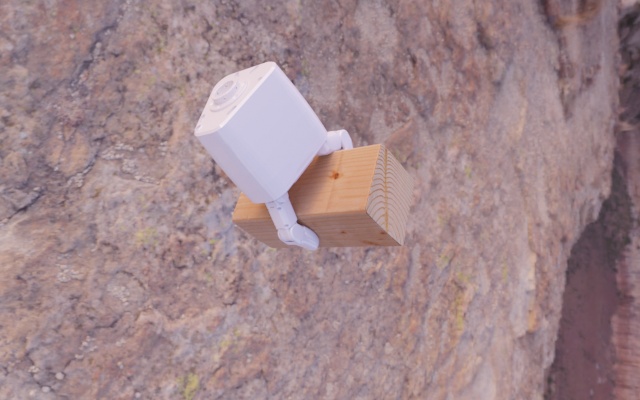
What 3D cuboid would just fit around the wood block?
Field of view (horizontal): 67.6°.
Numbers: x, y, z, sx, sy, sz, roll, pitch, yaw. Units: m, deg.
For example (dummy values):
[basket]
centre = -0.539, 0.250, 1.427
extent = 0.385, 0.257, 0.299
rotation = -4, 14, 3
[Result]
[wood block]
centre = 0.000, 0.002, 0.602
extent = 0.206, 0.090, 0.090
rotation = -5, -32, 37
